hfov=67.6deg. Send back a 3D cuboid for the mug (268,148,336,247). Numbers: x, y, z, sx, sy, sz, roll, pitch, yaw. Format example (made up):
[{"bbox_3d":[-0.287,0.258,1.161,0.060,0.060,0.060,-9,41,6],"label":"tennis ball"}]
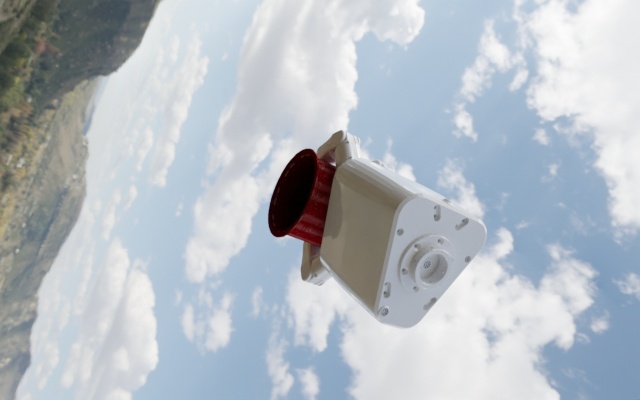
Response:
[{"bbox_3d":[0.000,0.001,0.496,0.081,0.093,0.117,22,9,-27],"label":"mug"}]
